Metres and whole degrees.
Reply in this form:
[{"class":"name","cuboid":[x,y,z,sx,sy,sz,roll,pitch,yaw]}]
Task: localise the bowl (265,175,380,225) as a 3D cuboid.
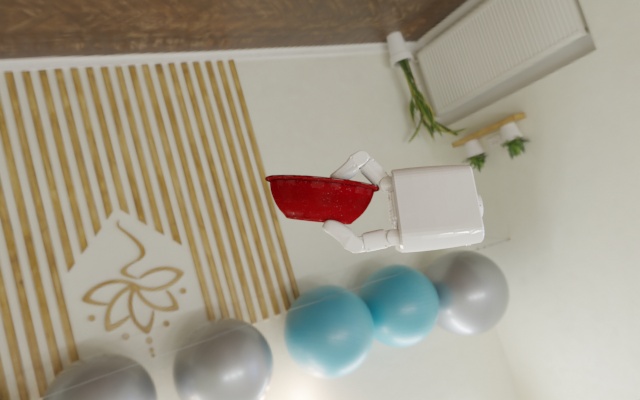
[{"class":"bowl","cuboid":[-0.001,0.003,0.669,0.162,0.055,0.162,6,-4,0]}]
